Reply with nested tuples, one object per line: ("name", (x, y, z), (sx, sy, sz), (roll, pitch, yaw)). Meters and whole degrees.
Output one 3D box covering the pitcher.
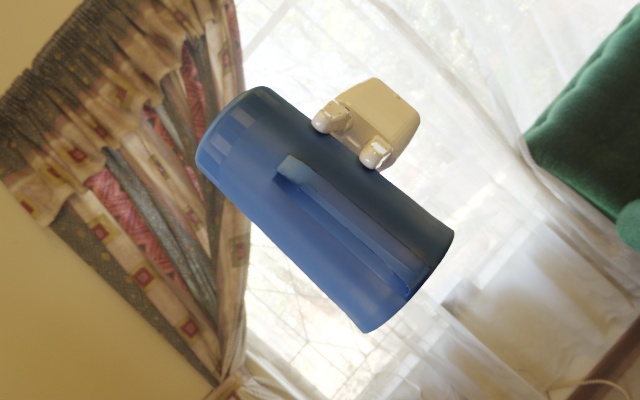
("pitcher", (0.000, 0.001, 0.460), (0.149, 0.243, 0.145), (-51, -3, 41))
